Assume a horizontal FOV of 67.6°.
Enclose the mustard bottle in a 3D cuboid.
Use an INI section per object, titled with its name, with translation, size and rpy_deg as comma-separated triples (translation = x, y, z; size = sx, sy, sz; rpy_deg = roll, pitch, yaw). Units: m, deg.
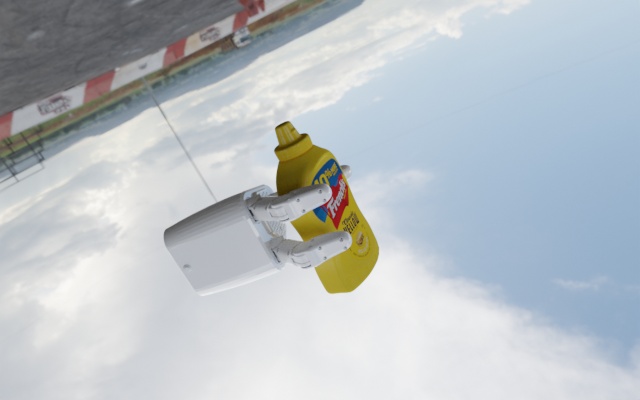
[mustard bottle]
translation = 0.000, 0.002, 0.526
size = 0.058, 0.192, 0.096
rpy_deg = -11, 25, 37
